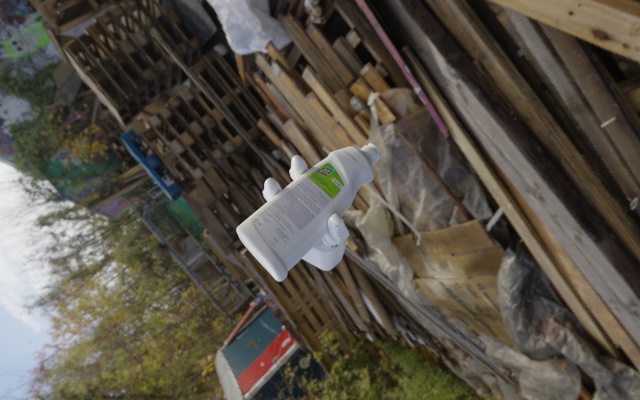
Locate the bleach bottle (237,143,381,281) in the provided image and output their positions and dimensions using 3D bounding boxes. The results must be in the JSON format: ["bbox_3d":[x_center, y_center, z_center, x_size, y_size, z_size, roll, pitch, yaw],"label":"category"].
[{"bbox_3d":[0.000,0.002,0.723,0.251,0.102,0.068,-40,-20,-16],"label":"bleach bottle"}]
